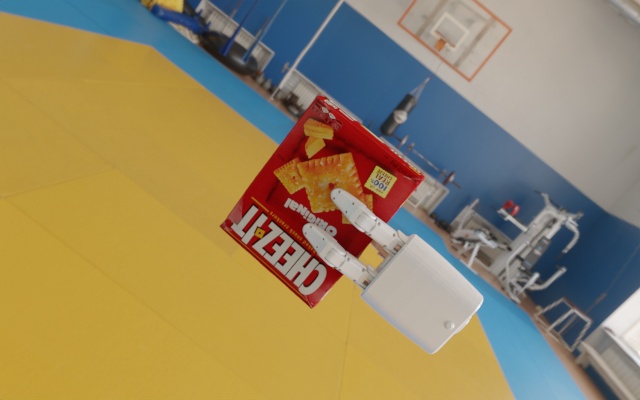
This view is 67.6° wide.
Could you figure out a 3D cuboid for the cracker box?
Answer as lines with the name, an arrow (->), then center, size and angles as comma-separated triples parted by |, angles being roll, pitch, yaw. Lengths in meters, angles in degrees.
cracker box -> 0.000, 0.002, 0.604 | 0.164, 0.214, 0.072 | 41, 13, 7
